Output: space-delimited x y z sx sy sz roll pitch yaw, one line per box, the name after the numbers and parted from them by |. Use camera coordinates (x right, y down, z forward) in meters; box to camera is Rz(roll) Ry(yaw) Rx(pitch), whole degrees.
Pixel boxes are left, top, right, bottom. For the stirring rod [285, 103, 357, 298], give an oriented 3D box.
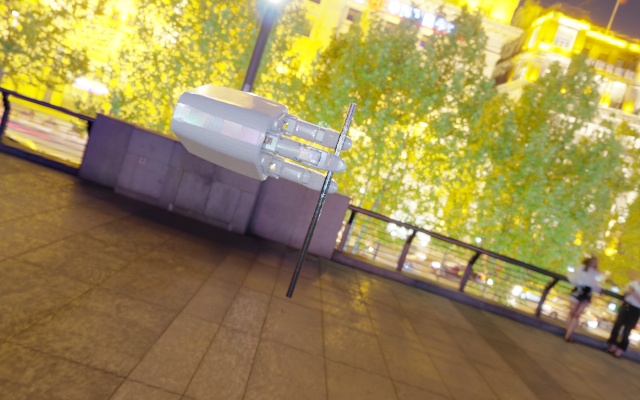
0.000 0.002 0.561 0.011 0.239 0.011 19 5 -2 | stirring rod
